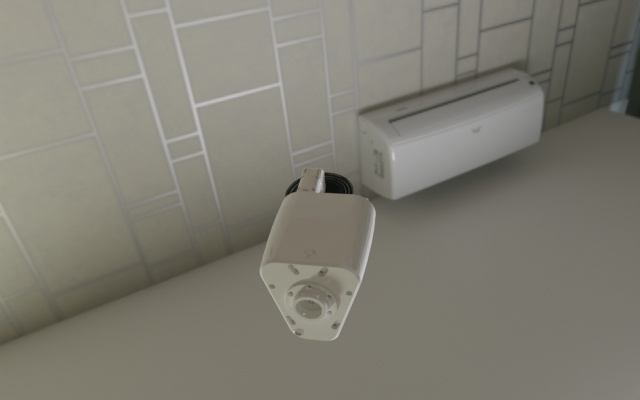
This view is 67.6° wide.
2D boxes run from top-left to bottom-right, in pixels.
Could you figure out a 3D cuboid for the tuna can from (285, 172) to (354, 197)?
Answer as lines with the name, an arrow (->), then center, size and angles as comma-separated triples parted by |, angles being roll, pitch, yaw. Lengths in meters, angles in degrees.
tuna can -> 0.000, 0.002, 0.604 | 0.086, 0.034, 0.086 | -5, 37, 4
